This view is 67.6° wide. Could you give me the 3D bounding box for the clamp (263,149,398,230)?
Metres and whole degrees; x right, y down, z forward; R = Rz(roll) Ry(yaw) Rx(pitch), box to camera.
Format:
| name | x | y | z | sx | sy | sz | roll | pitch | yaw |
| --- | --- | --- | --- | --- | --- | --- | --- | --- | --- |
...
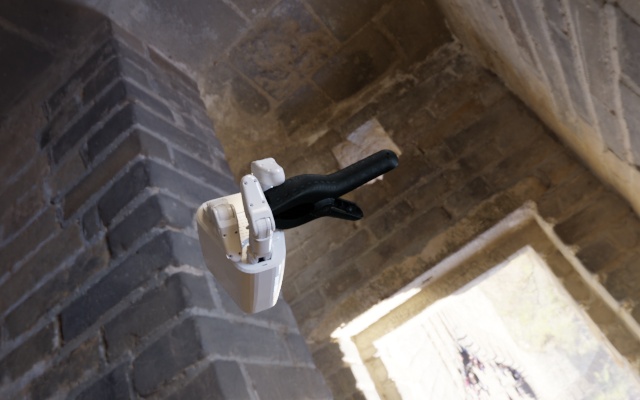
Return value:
| name | x | y | z | sx | sy | sz | roll | pitch | yaw |
| --- | --- | --- | --- | --- | --- | --- | --- | --- | --- |
| clamp | 0.000 | 0.002 | 0.540 | 0.171 | 0.039 | 0.120 | -15 | -36 | -20 |
